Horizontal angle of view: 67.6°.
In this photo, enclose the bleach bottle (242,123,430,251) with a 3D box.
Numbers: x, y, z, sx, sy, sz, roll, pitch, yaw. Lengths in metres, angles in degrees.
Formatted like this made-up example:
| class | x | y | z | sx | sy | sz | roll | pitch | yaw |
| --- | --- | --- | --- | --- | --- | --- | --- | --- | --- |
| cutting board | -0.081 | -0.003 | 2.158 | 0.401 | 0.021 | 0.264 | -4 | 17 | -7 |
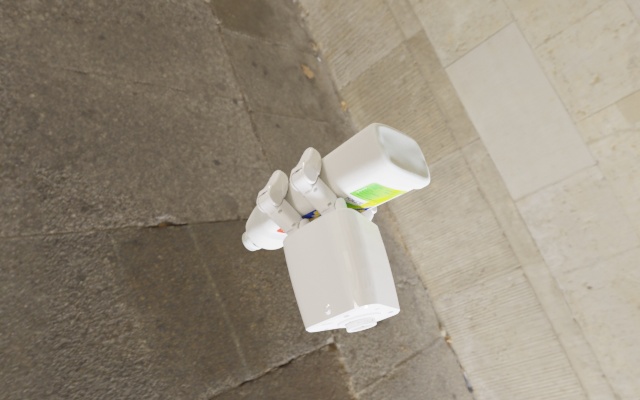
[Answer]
| class | x | y | z | sx | sy | sz | roll | pitch | yaw |
| --- | --- | --- | --- | --- | --- | --- | --- | --- | --- |
| bleach bottle | 0.000 | 0.002 | 0.581 | 0.251 | 0.068 | 0.102 | -31 | -28 | 34 |
